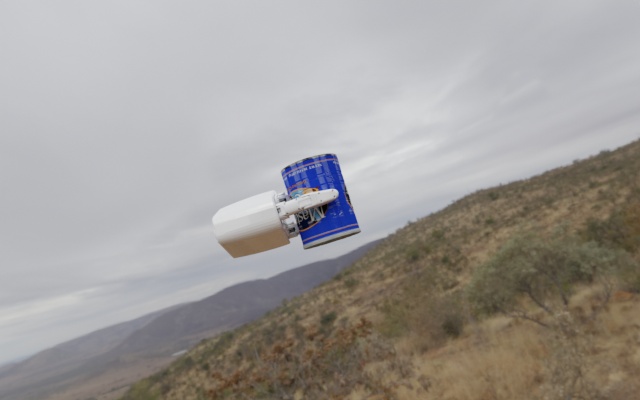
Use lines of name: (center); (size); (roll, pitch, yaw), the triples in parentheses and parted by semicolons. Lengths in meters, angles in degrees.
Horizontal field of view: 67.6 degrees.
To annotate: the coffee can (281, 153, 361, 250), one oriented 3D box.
coffee can: (0.000, 0.003, 0.819); (0.103, 0.140, 0.103); (-17, -7, -2)
